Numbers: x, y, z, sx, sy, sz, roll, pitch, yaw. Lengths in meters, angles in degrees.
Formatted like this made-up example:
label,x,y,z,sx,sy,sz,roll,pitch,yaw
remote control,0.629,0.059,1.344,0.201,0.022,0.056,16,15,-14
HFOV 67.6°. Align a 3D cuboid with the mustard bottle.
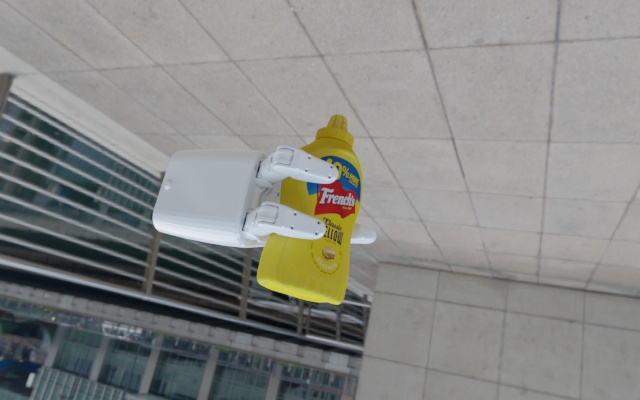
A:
label,x,y,z,sx,sy,sz,roll,pitch,yaw
mustard bottle,0.000,0.002,0.483,0.058,0.191,0.096,-6,-24,46
